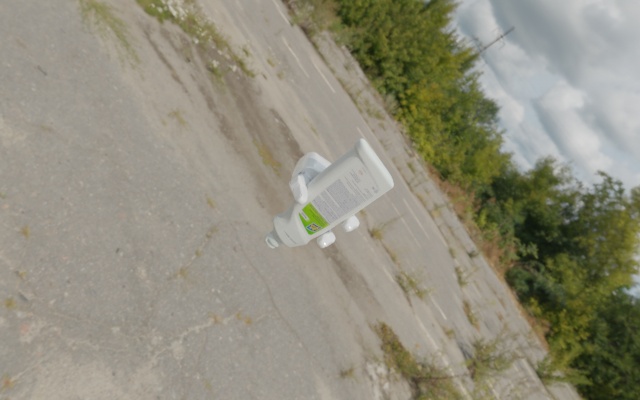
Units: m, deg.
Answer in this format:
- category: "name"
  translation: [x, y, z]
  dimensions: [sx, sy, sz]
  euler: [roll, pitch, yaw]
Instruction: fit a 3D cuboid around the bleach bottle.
- category: "bleach bottle"
  translation: [0.000, 0.003, 0.848]
  dimensions: [0.251, 0.102, 0.068]
  euler: [-34, 17, 16]
